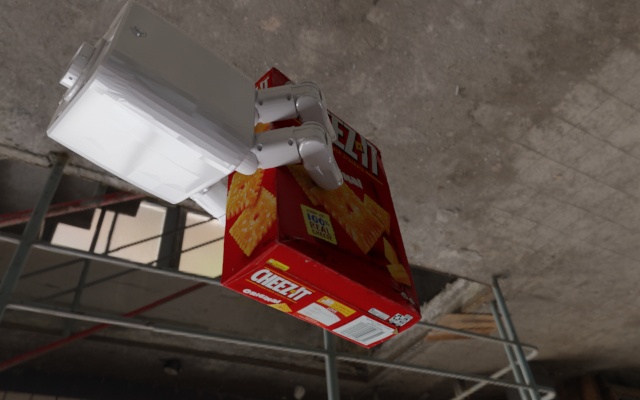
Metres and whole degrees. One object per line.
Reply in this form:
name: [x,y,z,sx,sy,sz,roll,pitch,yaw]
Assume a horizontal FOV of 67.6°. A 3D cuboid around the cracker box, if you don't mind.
cracker box: [0.000,0.002,0.428,0.072,0.213,0.164,-36,-50,28]
